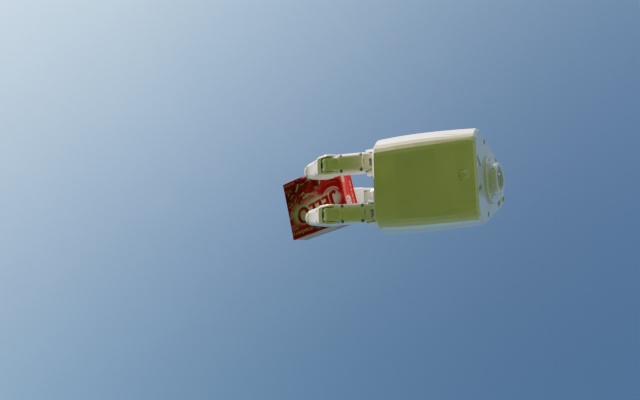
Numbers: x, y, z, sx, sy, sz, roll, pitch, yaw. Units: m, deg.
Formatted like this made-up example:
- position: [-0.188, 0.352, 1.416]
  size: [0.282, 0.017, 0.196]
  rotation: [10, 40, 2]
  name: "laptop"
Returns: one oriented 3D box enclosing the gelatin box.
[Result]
- position: [0.000, 0.002, 0.578]
  size: [0.089, 0.073, 0.030]
  rotation: [-22, -17, 34]
  name: "gelatin box"
